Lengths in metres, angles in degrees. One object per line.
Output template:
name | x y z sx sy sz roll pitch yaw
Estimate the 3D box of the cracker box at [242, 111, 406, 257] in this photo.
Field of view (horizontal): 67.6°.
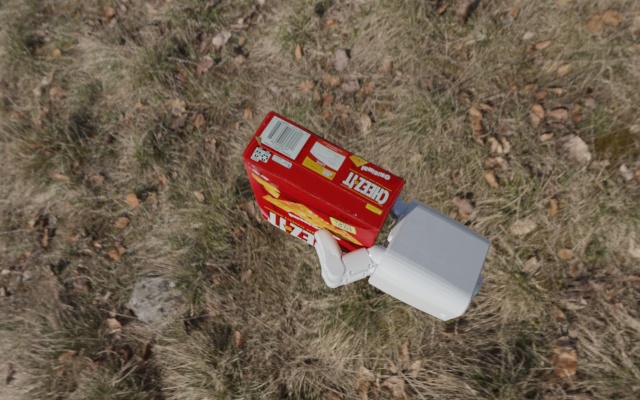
cracker box | 0.000 0.002 0.582 0.164 0.072 0.214 28 -17 8
